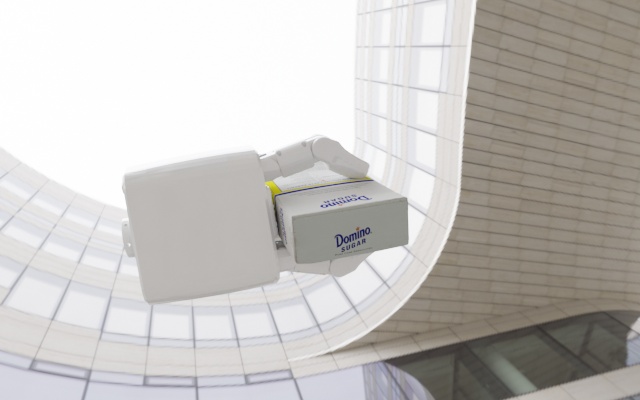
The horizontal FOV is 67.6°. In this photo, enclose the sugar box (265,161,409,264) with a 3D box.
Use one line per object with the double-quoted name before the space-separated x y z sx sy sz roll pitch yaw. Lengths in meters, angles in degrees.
"sugar box" 0.000 0.002 0.431 0.093 0.048 0.176 -9 19 -14
